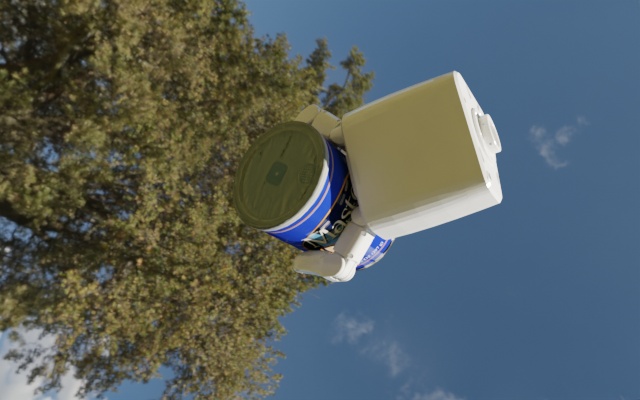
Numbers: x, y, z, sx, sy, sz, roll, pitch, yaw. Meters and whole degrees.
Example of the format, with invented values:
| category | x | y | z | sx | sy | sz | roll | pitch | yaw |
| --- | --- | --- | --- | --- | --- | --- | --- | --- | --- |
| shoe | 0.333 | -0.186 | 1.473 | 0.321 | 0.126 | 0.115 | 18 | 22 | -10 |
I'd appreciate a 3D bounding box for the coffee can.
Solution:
| category | x | y | z | sx | sy | sz | roll | pitch | yaw |
| --- | --- | --- | --- | --- | --- | --- | --- | --- | --- |
| coffee can | 0.000 | 0.002 | 0.464 | 0.103 | 0.102 | 0.140 | 0 | -21 | 37 |
